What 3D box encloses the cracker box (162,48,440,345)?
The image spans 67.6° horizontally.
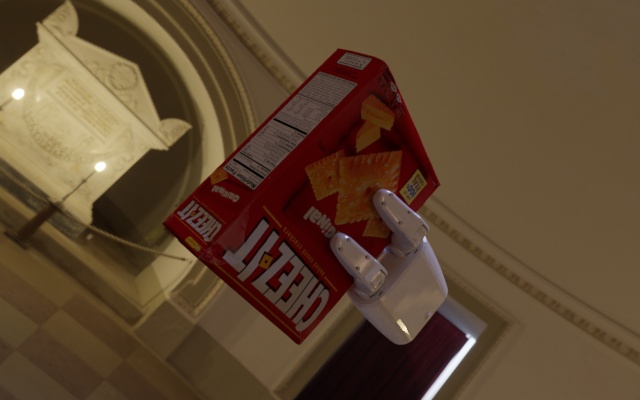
[{"bbox_3d":[0.000,0.001,0.426,0.072,0.213,0.164,30,-17,44],"label":"cracker box"}]
